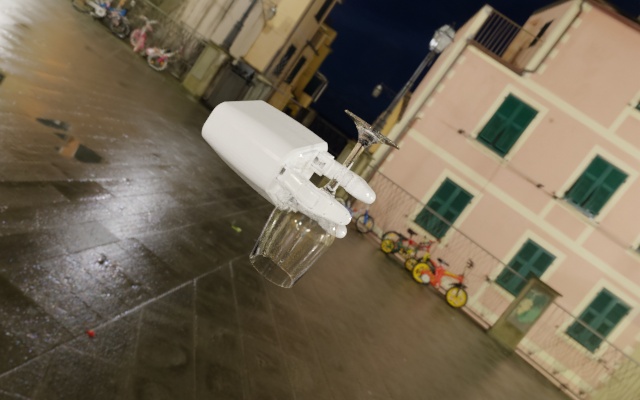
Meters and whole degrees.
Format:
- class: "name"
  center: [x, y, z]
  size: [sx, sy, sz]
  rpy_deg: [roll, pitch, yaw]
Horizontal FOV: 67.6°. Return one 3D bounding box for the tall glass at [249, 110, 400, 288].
- class: "tall glass"
  center: [0.001, 0.001, 0.539]
  size: [0.079, 0.201, 0.079]
  rpy_deg: [34, 8, -6]
